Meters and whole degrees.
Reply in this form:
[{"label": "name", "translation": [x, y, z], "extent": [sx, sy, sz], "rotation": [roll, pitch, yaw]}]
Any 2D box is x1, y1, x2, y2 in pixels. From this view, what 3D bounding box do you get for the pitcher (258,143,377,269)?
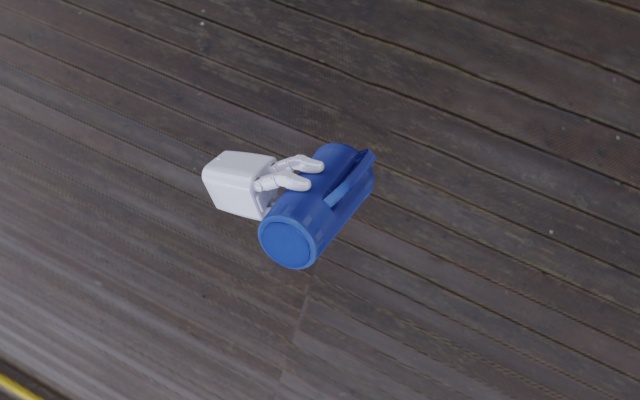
[{"label": "pitcher", "translation": [0.000, 0.003, 0.837], "extent": [0.145, 0.149, 0.242], "rotation": [14, 38, 21]}]
